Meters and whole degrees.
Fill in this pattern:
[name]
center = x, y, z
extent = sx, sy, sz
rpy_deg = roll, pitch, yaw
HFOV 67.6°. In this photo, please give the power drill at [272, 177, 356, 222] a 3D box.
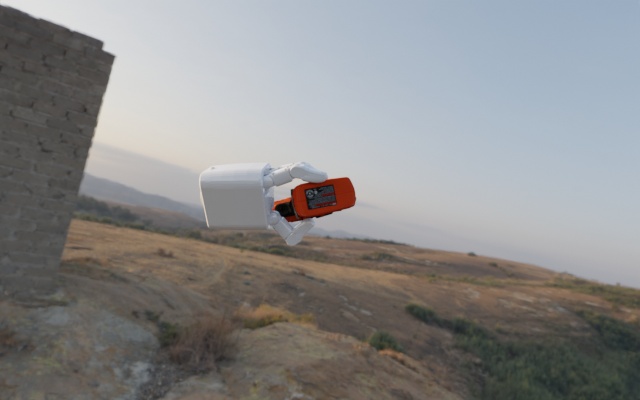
[power drill]
center = 0.000, 0.003, 0.870
extent = 0.184, 0.057, 0.188
rpy_deg = -13, -5, -16
